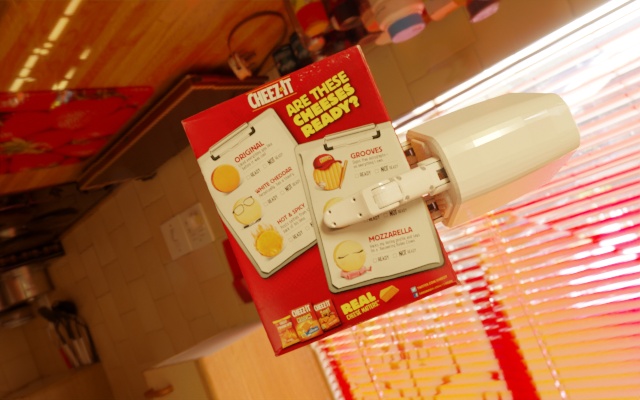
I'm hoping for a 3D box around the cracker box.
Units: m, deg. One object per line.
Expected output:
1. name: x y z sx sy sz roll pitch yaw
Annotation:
1. cracker box: 0.000 0.002 0.421 0.164 0.213 0.072 -23 -3 2
